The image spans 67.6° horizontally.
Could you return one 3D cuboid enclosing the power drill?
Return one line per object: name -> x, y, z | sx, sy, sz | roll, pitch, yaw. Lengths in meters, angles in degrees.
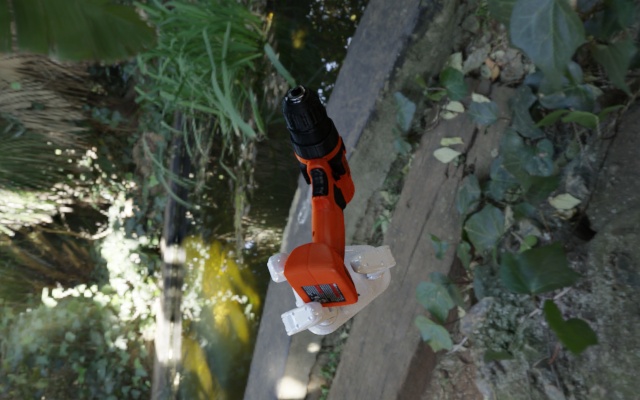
power drill -> 0.000, 0.002, 0.493 | 0.057, 0.187, 0.184 | -8, -34, 15
